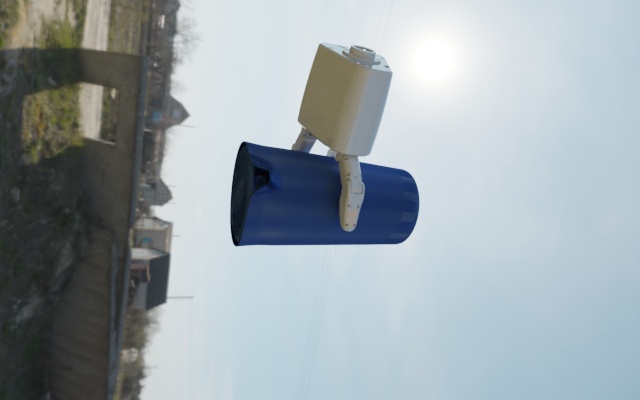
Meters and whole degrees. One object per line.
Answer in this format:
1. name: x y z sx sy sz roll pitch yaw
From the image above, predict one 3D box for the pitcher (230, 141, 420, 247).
1. pitcher: 0.000 0.002 0.650 0.243 0.145 0.149 5 28 -20
